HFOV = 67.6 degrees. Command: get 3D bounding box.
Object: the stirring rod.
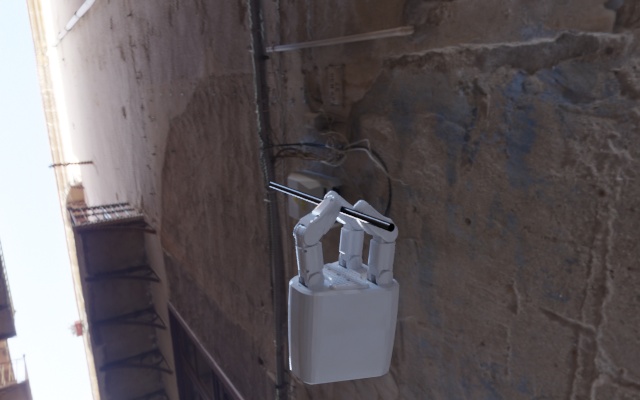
[{"bbox_3d":[0.000,0.002,0.532,0.011,0.011,0.239,0,11,-33],"label":"stirring rod"}]
